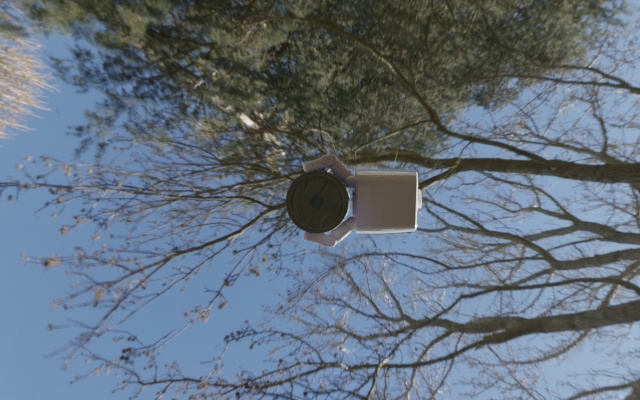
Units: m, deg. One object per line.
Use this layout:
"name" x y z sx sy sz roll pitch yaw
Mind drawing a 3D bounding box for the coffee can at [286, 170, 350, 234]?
"coffee can" 0.000 0.003 0.833 0.103 0.103 0.140 0 0 4
